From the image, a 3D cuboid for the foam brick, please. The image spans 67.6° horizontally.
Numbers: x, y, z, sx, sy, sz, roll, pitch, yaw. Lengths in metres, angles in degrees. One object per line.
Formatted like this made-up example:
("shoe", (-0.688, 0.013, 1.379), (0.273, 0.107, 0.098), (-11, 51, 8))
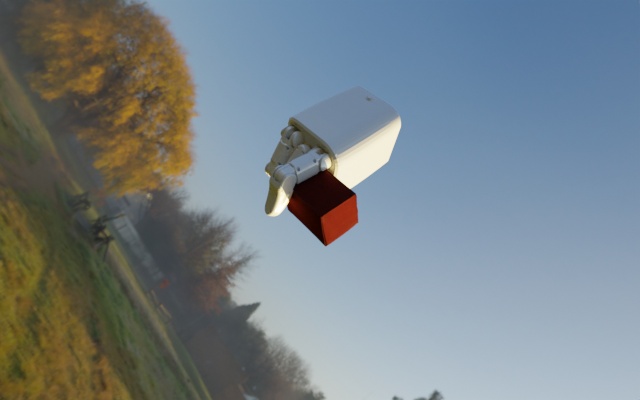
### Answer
("foam brick", (0.000, 0.002, 0.549), (0.051, 0.053, 0.078), (-32, 52, -21))
